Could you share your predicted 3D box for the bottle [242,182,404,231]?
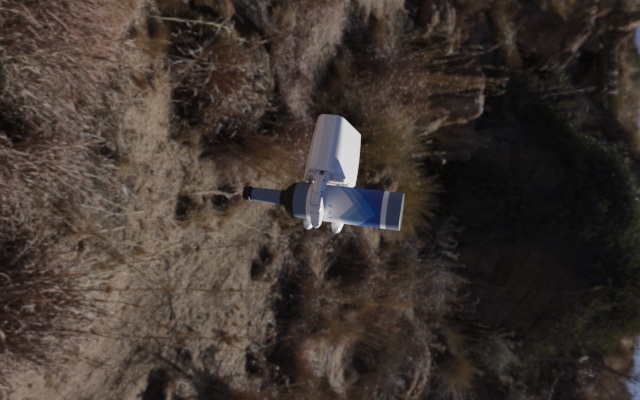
[{"bbox_3d":[0.000,0.003,0.869,0.295,0.069,0.069,7,1,13],"label":"bottle"}]
